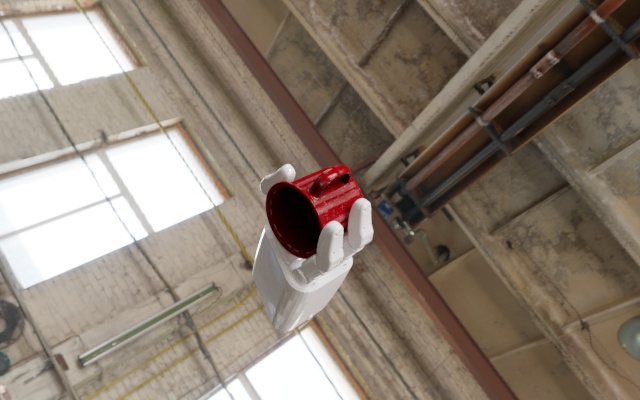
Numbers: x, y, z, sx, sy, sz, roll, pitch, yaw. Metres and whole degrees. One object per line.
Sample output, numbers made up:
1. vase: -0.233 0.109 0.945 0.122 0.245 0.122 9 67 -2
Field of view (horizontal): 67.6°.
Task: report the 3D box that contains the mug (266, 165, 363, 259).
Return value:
1. mug: 0.001 0.001 0.551 0.081 0.093 0.117 -26 -27 -40
